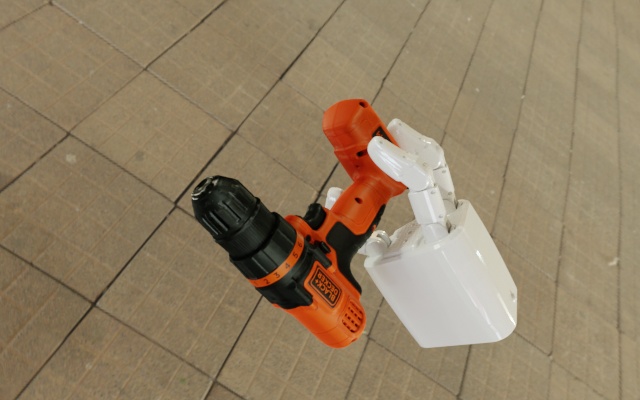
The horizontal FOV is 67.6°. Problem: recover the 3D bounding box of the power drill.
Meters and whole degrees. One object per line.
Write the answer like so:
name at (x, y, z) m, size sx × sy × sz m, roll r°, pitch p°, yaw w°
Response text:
power drill at (0.000, 0.001, 0.402) m, size 0.057 × 0.187 × 0.184 m, roll -5°, pitch -46°, yaw 45°
